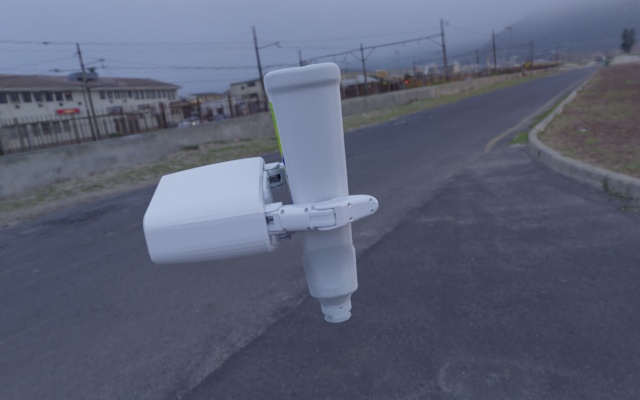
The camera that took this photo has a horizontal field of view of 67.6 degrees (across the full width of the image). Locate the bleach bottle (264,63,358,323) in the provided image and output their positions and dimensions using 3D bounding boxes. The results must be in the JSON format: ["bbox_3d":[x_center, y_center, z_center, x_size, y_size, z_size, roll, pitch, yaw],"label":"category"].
[{"bbox_3d":[0.000,0.001,0.464,0.068,0.251,0.102,-9,12,-1],"label":"bleach bottle"}]
